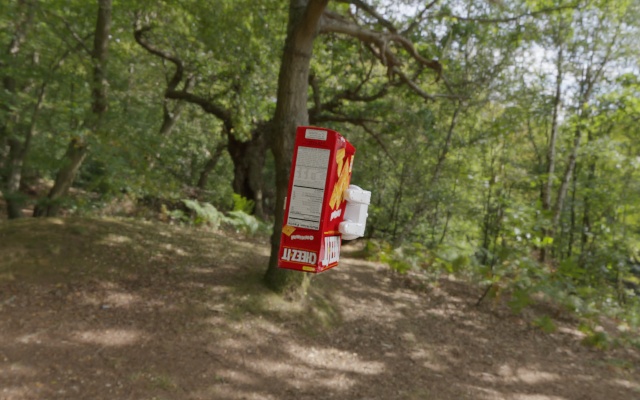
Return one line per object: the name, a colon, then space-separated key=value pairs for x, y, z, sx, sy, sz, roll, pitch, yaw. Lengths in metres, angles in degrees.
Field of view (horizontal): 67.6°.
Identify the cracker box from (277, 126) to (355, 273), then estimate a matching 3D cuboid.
cracker box: x=0.000 y=0.002 z=0.771 sx=0.072 sy=0.213 sz=0.164 roll=7 pitch=-2 yaw=13
